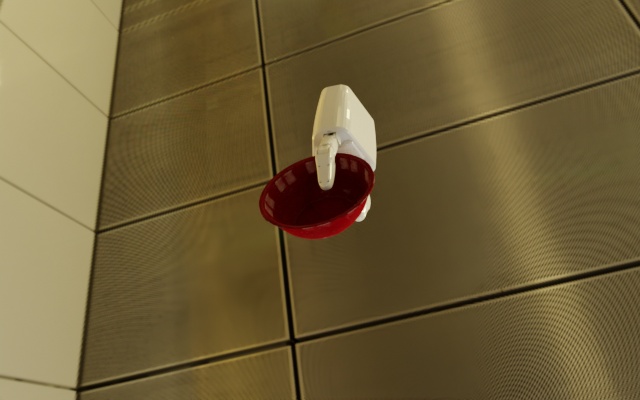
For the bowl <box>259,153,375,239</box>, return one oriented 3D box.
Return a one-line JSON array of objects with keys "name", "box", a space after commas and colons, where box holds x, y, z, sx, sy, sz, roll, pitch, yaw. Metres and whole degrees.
[{"name": "bowl", "box": [0.000, 0.003, 0.657, 0.162, 0.055, 0.162, -12, 36, 9]}]
